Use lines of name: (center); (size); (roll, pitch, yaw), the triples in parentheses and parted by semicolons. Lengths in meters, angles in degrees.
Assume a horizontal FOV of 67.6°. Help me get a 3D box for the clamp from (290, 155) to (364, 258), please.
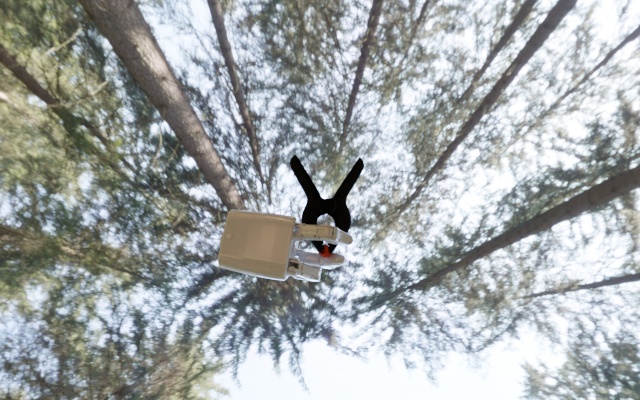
clamp: (0.000, 0.003, 0.765); (0.120, 0.171, 0.039); (9, -16, 4)
